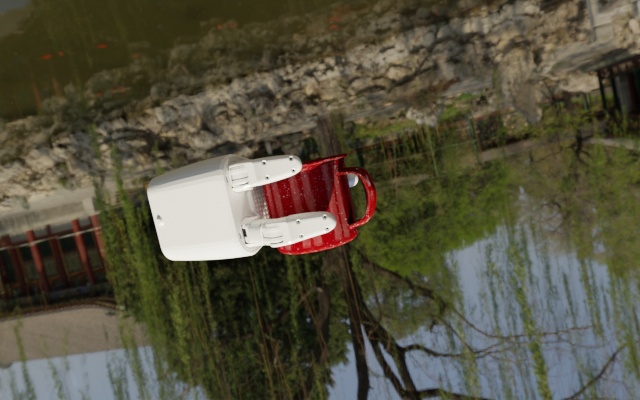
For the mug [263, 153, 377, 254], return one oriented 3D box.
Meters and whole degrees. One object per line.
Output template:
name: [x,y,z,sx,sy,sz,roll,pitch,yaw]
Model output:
mug: [0.001,0.001,0.459,0.117,0.081,0.093,-9,7,29]
